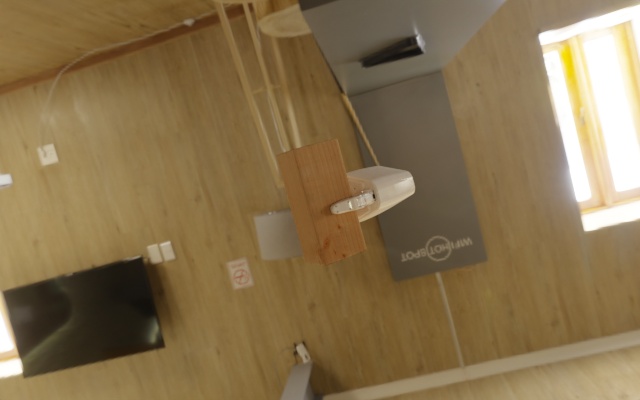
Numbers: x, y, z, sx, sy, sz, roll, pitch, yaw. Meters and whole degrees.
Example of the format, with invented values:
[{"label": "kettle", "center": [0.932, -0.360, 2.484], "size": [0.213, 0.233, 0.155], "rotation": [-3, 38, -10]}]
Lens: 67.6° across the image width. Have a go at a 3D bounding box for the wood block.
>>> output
[{"label": "wood block", "center": [0.001, 0.003, 0.861], "size": [0.090, 0.206, 0.091], "rotation": [-18, 5, -25]}]
